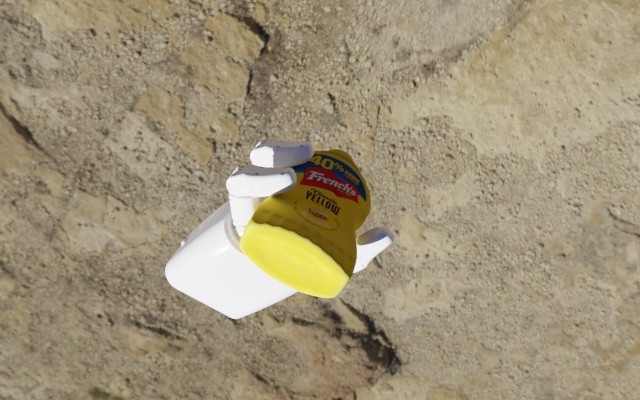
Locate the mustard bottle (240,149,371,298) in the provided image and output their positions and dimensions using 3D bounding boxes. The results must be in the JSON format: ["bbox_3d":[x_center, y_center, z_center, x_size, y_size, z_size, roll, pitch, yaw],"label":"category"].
[{"bbox_3d":[0.000,0.001,0.461,0.096,0.058,0.191,28,35,-2],"label":"mustard bottle"}]
